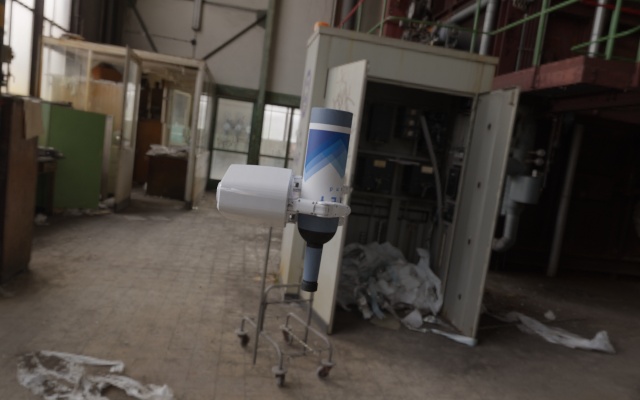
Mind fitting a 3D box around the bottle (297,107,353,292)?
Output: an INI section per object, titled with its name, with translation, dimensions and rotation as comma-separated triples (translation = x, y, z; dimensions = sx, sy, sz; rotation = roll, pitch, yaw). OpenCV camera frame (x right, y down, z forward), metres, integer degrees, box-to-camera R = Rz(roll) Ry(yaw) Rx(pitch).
[bottle]
translation = 0.000, 0.002, 0.773
dimensions = 0.069, 0.296, 0.069
rotation = 7, 6, -1
